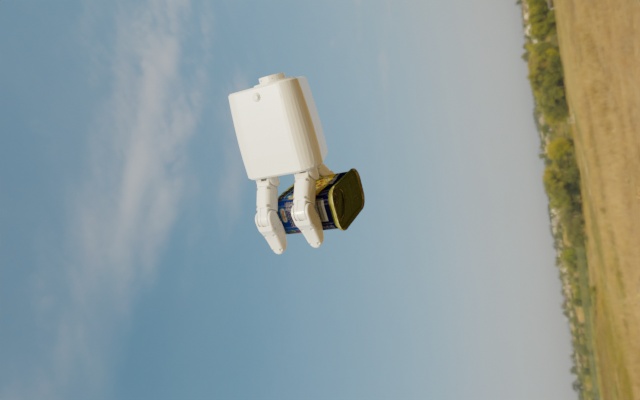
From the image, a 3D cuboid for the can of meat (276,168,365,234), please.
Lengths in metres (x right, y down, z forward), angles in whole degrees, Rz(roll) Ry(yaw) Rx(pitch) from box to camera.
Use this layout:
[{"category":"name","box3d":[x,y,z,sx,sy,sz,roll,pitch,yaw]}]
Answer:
[{"category":"can of meat","box3d":[0.000,0.002,0.617,0.084,0.057,0.102,-8,19,26]}]
